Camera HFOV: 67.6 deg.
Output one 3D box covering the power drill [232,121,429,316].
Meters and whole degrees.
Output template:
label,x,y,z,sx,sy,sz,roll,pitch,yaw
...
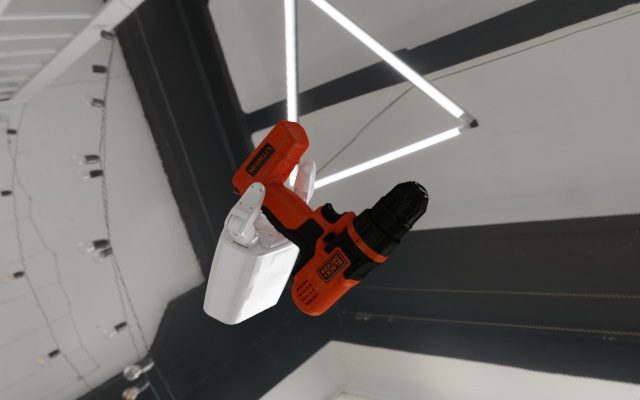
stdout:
label,x,y,z,sx,sy,sz,roll,pitch,yaw
power drill,0.000,0.002,0.516,0.184,0.187,0.057,-46,-25,18
